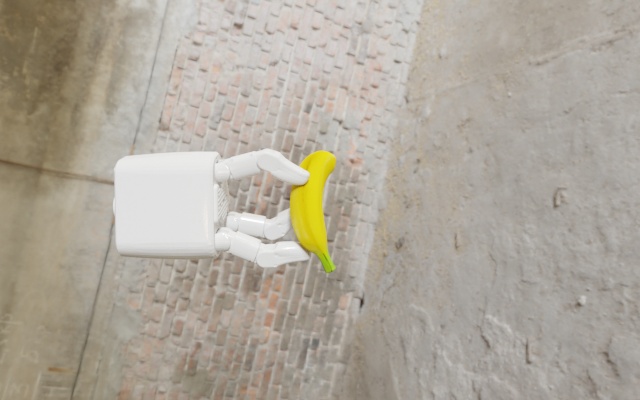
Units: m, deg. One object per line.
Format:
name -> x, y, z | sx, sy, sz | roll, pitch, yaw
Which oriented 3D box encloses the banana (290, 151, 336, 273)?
banana -> -0.007, -0.009, 0.565 | 0.037, 0.197, 0.070 | -15, -49, 18
